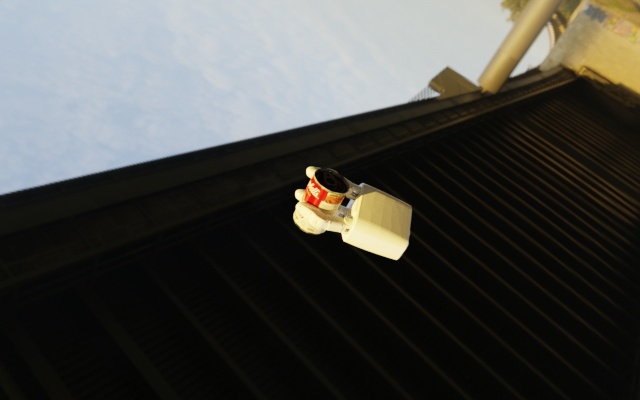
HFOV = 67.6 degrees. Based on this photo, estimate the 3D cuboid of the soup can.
[{"bbox_3d":[0.000,0.003,0.852,0.068,0.102,0.068,19,34,-14],"label":"soup can"}]
